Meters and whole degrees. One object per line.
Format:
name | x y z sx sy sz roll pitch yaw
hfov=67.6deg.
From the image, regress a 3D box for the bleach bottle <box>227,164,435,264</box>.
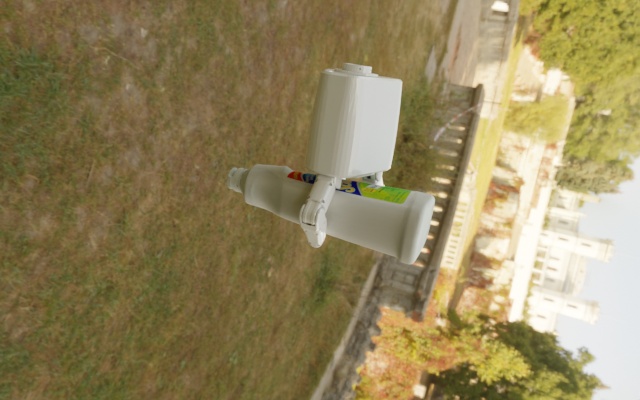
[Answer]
bleach bottle | 0.000 0.002 0.563 0.251 0.068 0.102 14 18 18
